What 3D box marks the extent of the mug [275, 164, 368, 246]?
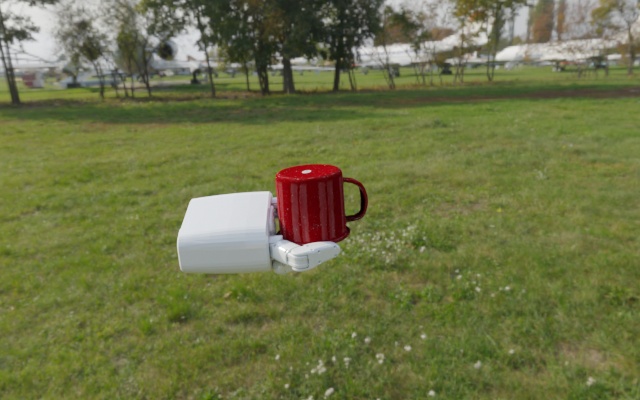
[{"bbox_3d":[0.002,0.002,0.583,0.117,0.081,0.093,-5,16,-3],"label":"mug"}]
